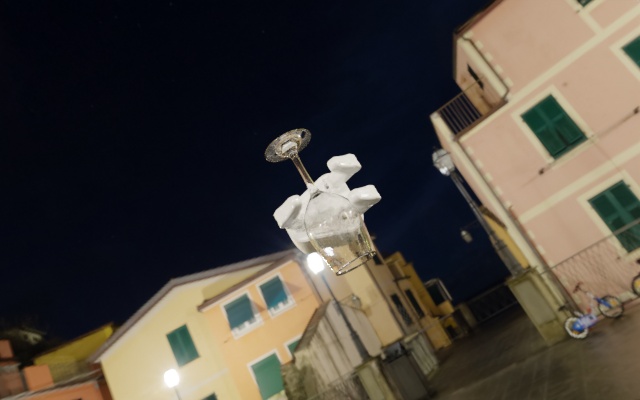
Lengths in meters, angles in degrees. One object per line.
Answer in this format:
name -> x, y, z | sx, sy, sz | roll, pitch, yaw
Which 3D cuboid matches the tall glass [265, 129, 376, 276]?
tall glass -> 0.000, 0.002, 0.660 | 0.079, 0.201, 0.079 | -27, -19, -10
